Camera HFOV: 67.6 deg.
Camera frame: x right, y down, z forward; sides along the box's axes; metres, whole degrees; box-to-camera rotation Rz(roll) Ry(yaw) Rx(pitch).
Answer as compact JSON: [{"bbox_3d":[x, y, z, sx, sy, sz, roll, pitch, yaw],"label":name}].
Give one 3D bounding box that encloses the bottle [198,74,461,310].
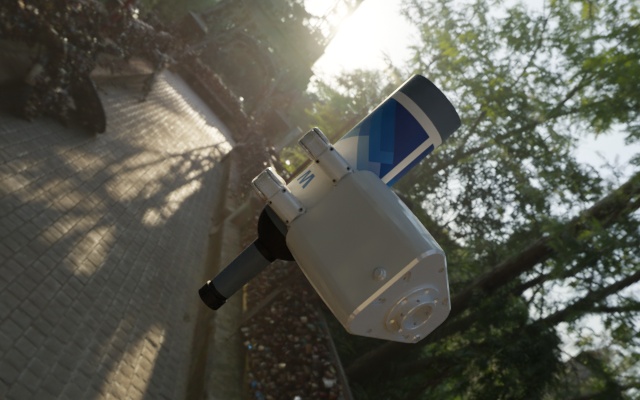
[{"bbox_3d":[0.000,0.001,0.462,0.296,0.069,0.069,-41,-3,3],"label":"bottle"}]
